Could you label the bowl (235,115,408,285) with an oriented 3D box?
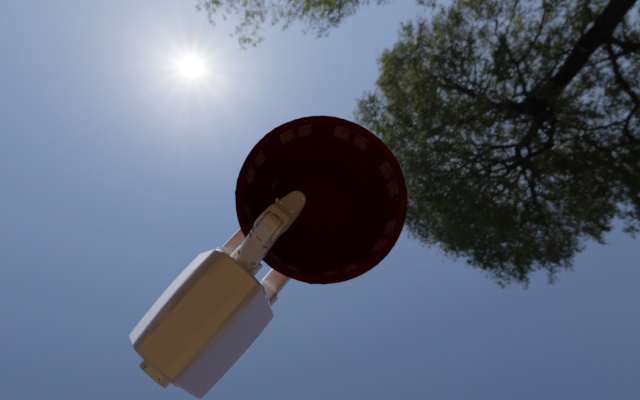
[{"bbox_3d":[0.001,0.001,0.471,0.162,0.162,0.055,0,-11,-3],"label":"bowl"}]
